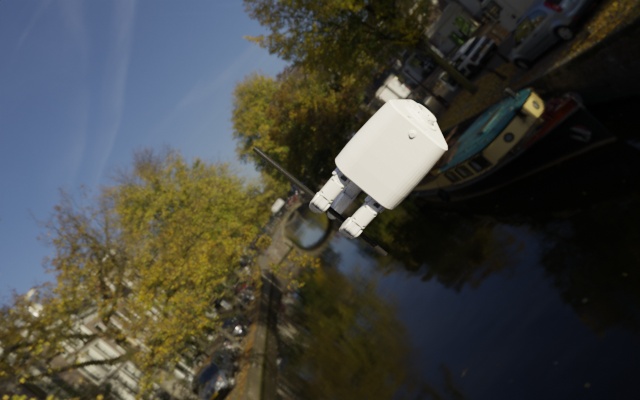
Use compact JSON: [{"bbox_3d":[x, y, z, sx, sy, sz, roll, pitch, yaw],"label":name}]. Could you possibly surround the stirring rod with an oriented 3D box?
[{"bbox_3d":[0.000,0.002,0.676,0.239,0.011,0.011,39,-3,-3],"label":"stirring rod"}]
